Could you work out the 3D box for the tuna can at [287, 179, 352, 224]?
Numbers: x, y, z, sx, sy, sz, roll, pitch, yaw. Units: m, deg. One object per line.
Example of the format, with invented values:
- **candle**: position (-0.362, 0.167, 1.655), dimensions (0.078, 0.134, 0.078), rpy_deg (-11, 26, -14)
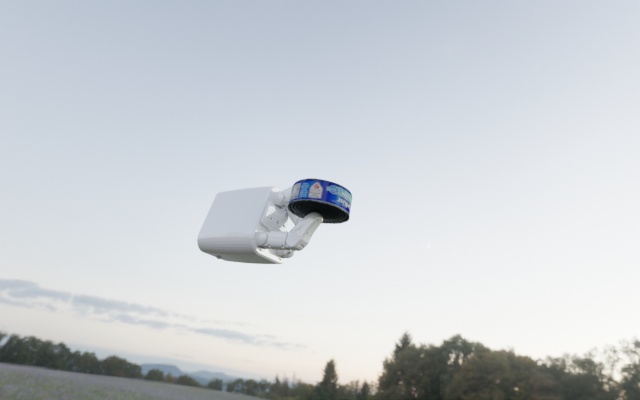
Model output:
- **tuna can**: position (0.000, 0.002, 0.652), dimensions (0.086, 0.033, 0.086), rpy_deg (10, -20, 4)
